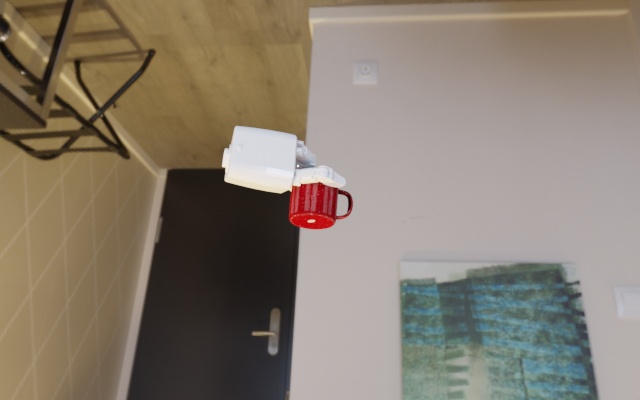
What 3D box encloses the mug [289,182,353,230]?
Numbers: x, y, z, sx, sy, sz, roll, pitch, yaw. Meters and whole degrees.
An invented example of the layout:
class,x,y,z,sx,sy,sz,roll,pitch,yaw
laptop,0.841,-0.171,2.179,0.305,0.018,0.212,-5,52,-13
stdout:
class,x,y,z,sx,sy,sz,roll,pitch,yaw
mug,0.001,0.003,0.837,0.117,0.081,0.093,10,-23,-13
